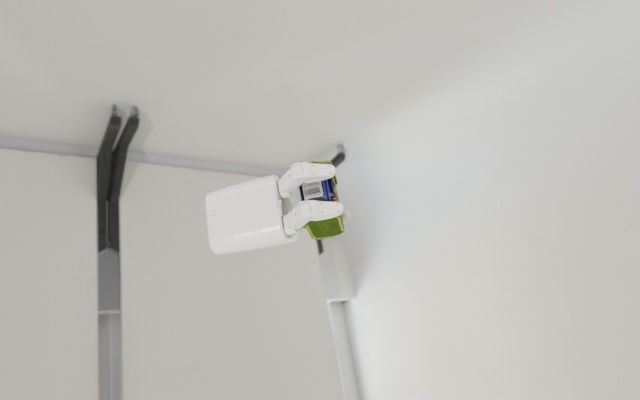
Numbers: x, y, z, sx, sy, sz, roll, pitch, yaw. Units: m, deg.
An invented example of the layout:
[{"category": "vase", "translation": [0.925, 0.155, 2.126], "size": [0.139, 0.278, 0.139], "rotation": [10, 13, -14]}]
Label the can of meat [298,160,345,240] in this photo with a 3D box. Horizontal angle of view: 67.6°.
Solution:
[{"category": "can of meat", "translation": [0.000, 0.003, 0.690], "size": [0.057, 0.084, 0.102], "rotation": [-12, -22, 4]}]
